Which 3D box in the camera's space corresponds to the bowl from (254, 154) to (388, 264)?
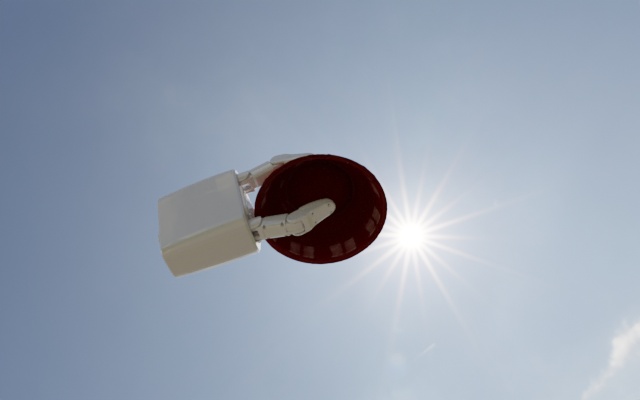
[{"bbox_3d":[0.001,0.002,0.599,0.162,0.162,0.055,0,33,-2],"label":"bowl"}]
